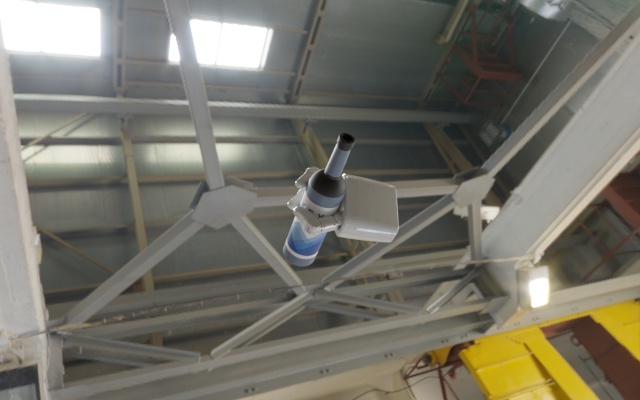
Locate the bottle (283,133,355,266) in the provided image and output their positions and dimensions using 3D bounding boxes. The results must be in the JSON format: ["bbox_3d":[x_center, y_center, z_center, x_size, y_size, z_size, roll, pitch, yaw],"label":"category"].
[{"bbox_3d":[0.000,0.003,0.860,0.069,0.069,0.296,0,-44,-24],"label":"bottle"}]
